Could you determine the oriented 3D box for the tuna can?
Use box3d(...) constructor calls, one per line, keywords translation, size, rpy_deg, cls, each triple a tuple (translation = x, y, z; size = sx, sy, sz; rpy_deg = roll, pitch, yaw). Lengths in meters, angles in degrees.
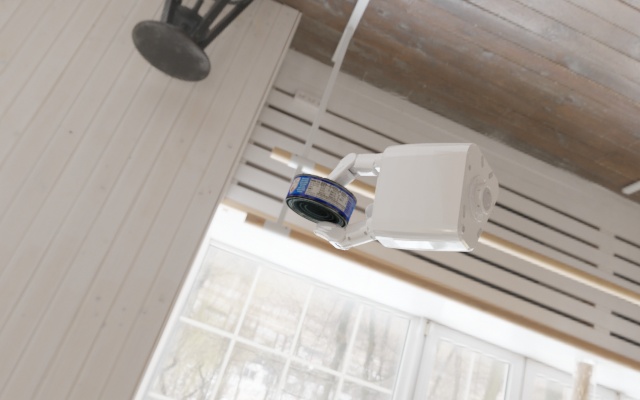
box3d(translation=(0.000, 0.002, 0.598), size=(0.086, 0.033, 0.086), rpy_deg=(20, -19, 7), cls="tuna can")
